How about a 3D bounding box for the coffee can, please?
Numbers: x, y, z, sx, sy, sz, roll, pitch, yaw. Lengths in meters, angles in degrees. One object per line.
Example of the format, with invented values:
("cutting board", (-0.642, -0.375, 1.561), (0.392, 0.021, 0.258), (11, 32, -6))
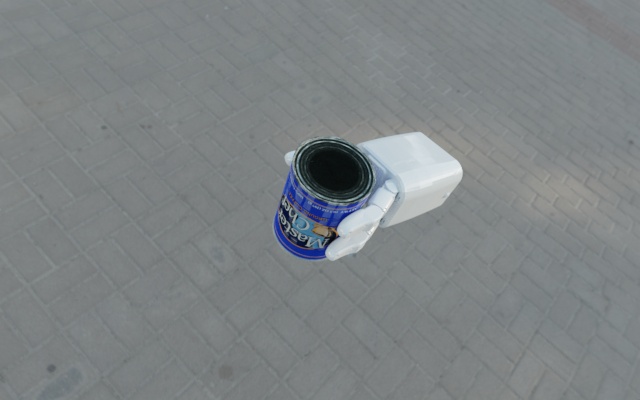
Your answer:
("coffee can", (0.000, 0.002, 0.614), (0.103, 0.102, 0.140), (0, -34, -17))
